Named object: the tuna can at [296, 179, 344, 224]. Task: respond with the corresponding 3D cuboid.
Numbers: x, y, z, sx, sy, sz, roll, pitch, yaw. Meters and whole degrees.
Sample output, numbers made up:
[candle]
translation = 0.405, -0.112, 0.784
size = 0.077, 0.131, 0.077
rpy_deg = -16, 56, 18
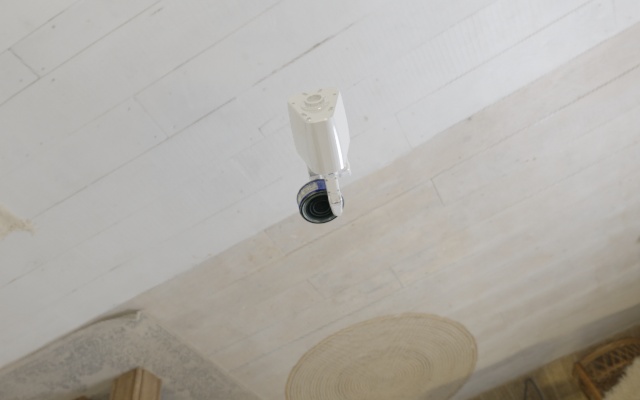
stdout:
[tuna can]
translation = 0.000, 0.003, 0.885
size = 0.086, 0.086, 0.033
rpy_deg = 0, 41, -15
